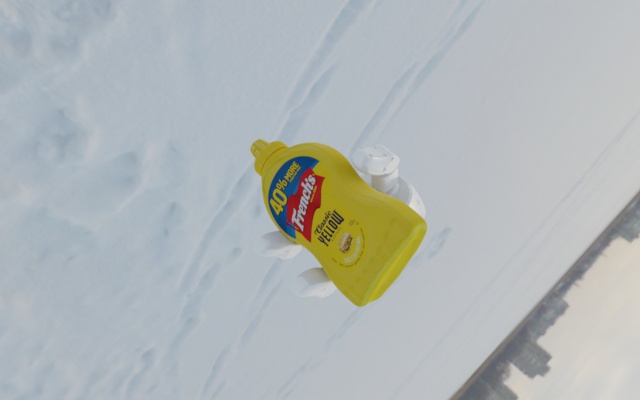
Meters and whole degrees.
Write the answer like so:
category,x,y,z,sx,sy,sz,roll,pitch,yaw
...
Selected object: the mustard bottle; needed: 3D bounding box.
category,x,y,z,sx,sy,sz,roll,pitch,yaw
mustard bottle,0.000,0.002,0.448,0.191,0.096,0.058,42,29,25
